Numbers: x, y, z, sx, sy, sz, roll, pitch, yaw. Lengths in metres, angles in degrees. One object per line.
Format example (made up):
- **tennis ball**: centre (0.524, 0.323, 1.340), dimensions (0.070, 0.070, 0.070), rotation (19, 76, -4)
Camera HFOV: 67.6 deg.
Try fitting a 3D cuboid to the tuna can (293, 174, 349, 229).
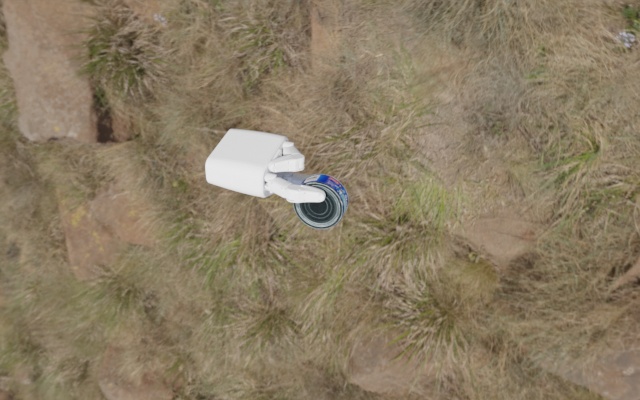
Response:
- **tuna can**: centre (0.000, 0.003, 0.764), dimensions (0.086, 0.086, 0.033), rotation (0, 26, 19)
